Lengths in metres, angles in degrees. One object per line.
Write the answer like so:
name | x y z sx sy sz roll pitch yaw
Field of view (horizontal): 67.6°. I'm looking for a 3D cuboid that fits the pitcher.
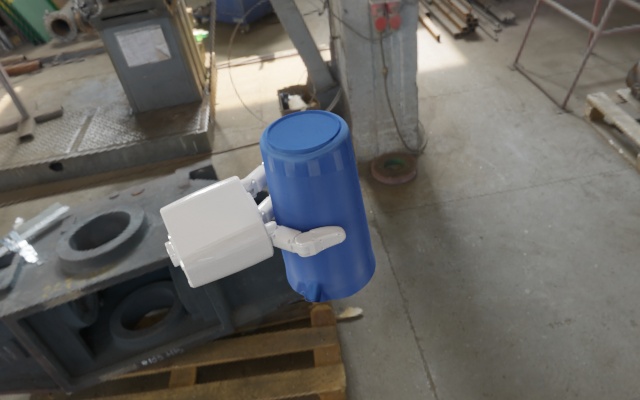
pitcher | 0.000 0.002 0.640 0.145 0.243 0.149 -23 41 -15
